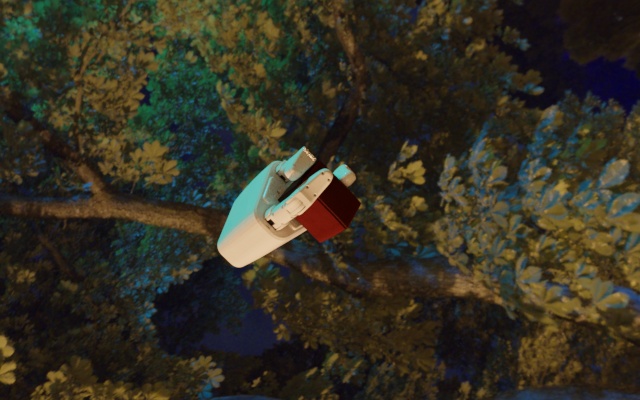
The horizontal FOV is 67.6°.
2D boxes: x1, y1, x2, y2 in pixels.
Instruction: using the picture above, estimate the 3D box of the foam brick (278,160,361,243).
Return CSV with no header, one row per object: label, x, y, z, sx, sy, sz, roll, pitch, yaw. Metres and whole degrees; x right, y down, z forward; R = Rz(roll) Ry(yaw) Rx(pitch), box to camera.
foam brick,0.000,0.002,0.581,0.051,0.078,0.053,-36,11,42
